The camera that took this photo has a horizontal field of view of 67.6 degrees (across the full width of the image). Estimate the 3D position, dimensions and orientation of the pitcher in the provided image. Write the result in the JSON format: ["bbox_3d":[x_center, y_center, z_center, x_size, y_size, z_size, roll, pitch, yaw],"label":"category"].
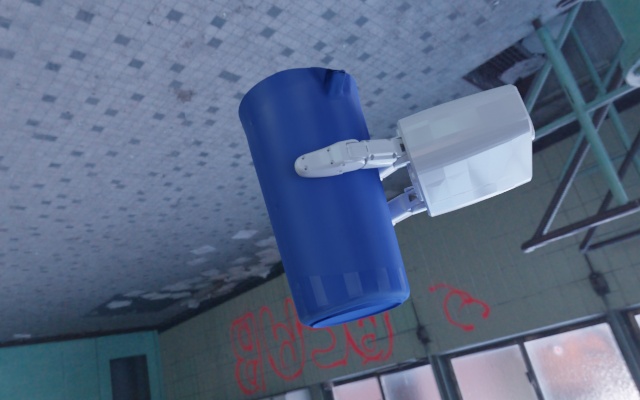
[{"bbox_3d":[0.000,0.002,0.494,0.145,0.242,0.149,-19,-20,11],"label":"pitcher"}]
